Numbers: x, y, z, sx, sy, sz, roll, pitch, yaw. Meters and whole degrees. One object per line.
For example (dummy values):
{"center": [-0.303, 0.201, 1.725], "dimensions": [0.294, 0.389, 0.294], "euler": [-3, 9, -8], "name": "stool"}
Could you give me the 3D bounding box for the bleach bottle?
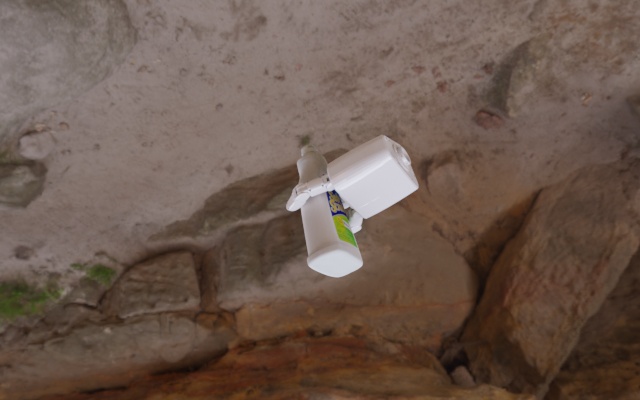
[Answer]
{"center": [0.000, 0.003, 0.829], "dimensions": [0.068, 0.250, 0.103], "euler": [-29, -35, 21], "name": "bleach bottle"}
